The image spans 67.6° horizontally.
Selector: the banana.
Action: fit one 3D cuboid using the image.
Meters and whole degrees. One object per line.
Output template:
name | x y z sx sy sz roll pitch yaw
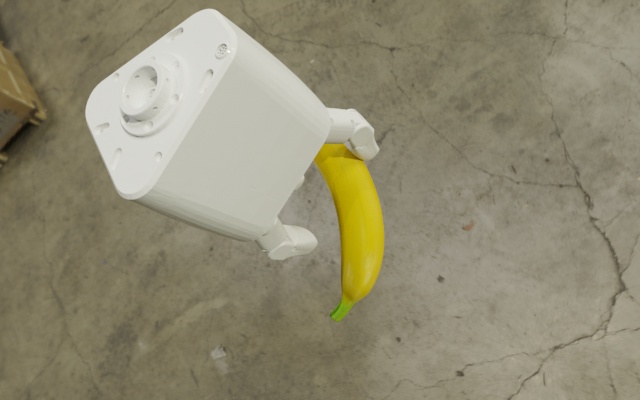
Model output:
banana | 0.017 -0.001 0.413 0.069 0.197 0.037 -20 -22 25
